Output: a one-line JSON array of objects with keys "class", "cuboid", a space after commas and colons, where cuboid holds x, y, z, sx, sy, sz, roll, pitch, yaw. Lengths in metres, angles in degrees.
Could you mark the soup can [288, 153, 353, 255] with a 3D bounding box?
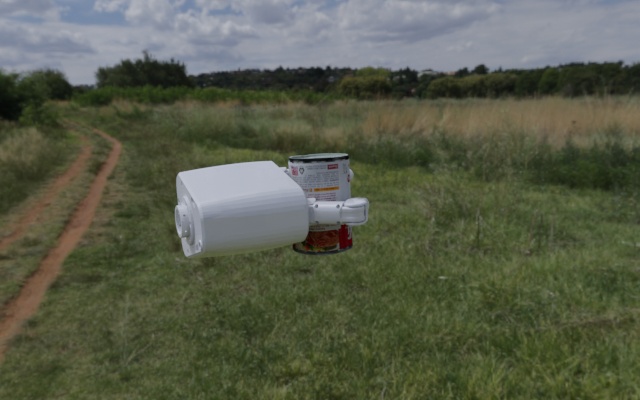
[{"class": "soup can", "cuboid": [0.001, 0.001, 0.524, 0.068, 0.102, 0.068, -3, 9, 0]}]
